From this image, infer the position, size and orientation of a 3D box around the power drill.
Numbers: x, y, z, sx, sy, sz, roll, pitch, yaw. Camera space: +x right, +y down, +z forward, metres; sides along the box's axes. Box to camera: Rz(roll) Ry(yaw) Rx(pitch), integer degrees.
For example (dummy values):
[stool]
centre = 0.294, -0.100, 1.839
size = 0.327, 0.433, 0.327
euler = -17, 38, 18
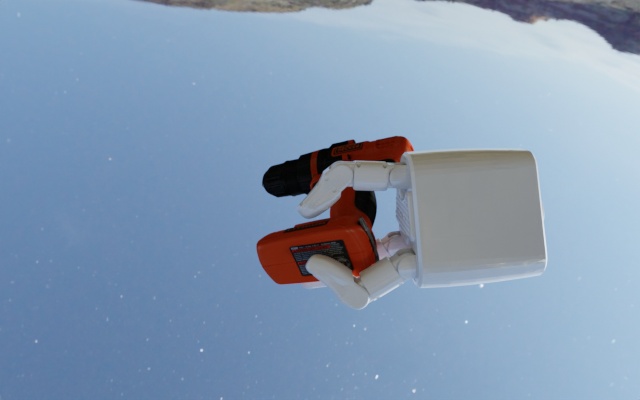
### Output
[power drill]
centre = 0.000, 0.002, 0.492
size = 0.184, 0.057, 0.187
euler = -12, 32, 23
